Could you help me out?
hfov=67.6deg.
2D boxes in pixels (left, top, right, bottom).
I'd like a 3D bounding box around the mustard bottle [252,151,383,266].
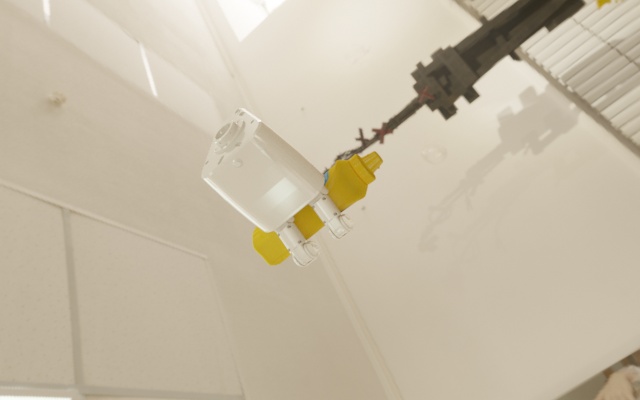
[{"bbox_3d":[0.000,0.002,0.617,0.191,0.058,0.096,-39,7,14],"label":"mustard bottle"}]
